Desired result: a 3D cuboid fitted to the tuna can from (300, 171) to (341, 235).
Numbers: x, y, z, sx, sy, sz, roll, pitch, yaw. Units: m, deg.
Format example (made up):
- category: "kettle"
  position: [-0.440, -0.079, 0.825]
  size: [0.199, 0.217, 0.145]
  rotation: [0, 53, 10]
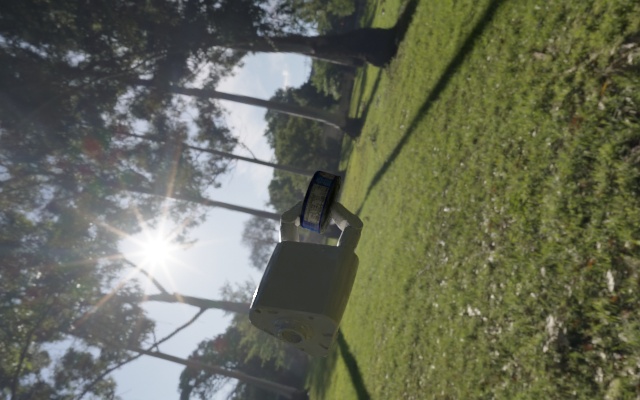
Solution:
- category: "tuna can"
  position: [0.000, 0.002, 0.671]
  size: [0.034, 0.086, 0.086]
  rotation: [17, 2, 8]
